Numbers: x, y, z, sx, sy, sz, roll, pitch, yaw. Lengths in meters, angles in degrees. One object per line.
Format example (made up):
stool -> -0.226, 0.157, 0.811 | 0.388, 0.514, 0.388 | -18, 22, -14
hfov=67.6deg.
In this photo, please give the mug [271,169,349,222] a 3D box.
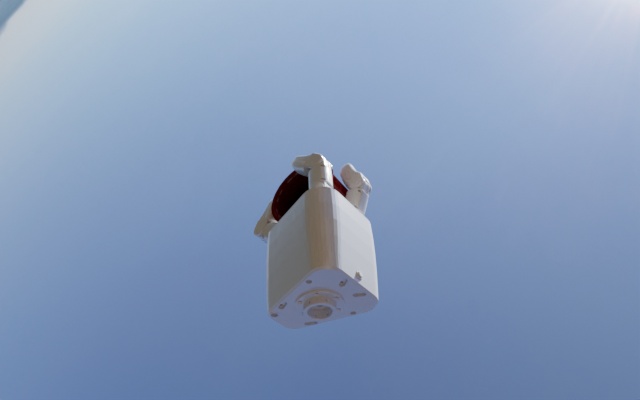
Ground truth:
mug -> 0.000, 0.001, 0.603 | 0.093, 0.117, 0.081 | -28, -51, 25
